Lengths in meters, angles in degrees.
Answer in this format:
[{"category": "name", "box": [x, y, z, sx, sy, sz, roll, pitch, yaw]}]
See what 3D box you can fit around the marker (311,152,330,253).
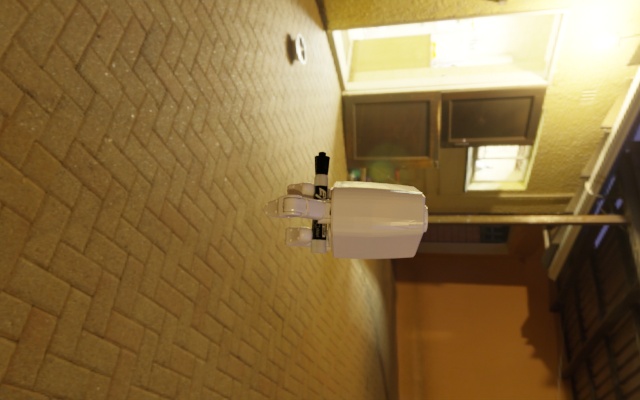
[{"category": "marker", "box": [0.000, 0.002, 0.567, 0.020, 0.121, 0.020, 2, -8, 0]}]
